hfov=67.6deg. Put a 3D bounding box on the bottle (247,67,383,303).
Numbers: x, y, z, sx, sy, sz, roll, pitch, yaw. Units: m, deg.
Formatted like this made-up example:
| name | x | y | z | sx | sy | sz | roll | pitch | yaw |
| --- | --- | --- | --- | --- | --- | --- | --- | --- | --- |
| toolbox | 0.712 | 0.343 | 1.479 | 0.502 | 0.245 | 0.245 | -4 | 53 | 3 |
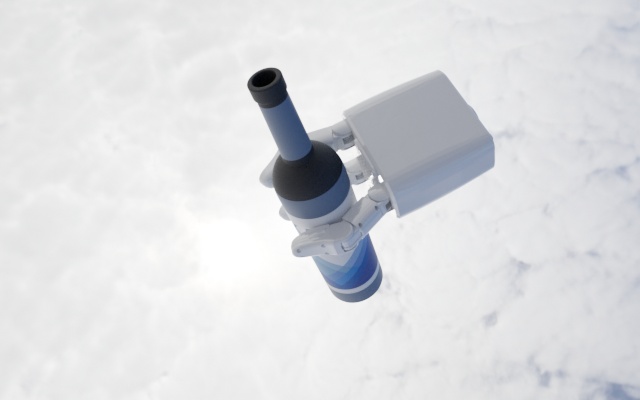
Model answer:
| name | x | y | z | sx | sy | sz | roll | pitch | yaw |
| --- | --- | --- | --- | --- | --- | --- | --- | --- | --- |
| bottle | 0.000 | 0.002 | 0.454 | 0.069 | 0.069 | 0.296 | 0 | -37 | 20 |
